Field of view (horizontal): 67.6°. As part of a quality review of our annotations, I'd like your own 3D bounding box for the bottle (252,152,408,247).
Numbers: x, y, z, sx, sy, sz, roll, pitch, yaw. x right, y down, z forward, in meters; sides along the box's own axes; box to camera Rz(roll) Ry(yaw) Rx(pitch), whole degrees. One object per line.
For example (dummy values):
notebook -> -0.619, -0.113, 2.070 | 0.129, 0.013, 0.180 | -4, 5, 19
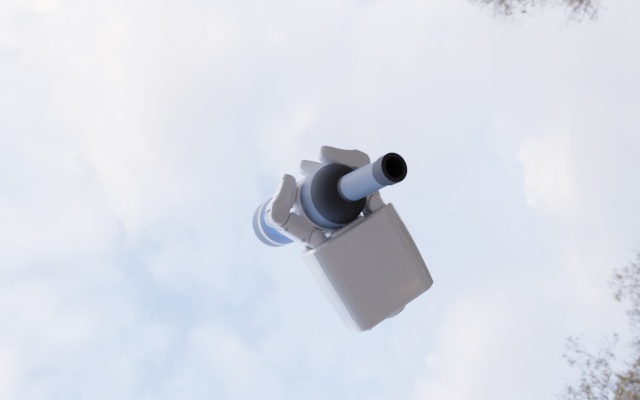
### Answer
bottle -> 0.000, 0.002, 0.538 | 0.069, 0.069, 0.296 | 0, -12, -26
